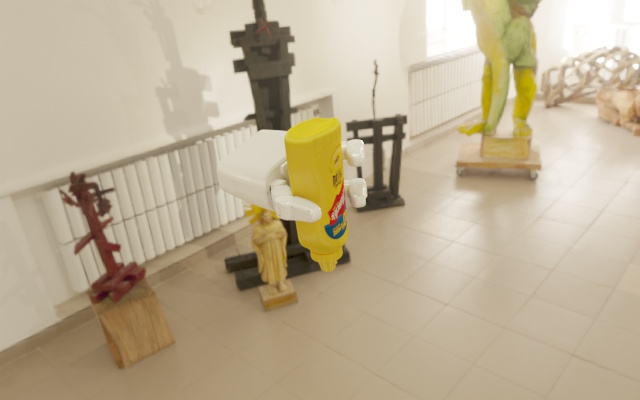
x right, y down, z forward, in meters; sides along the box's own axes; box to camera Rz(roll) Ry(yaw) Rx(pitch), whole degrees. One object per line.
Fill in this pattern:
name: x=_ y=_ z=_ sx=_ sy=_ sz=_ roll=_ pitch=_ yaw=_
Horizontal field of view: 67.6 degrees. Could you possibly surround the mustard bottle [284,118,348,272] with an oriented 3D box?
mustard bottle: x=0.000 y=0.002 z=0.585 sx=0.058 sy=0.192 sz=0.096 roll=3 pitch=25 yaw=19
